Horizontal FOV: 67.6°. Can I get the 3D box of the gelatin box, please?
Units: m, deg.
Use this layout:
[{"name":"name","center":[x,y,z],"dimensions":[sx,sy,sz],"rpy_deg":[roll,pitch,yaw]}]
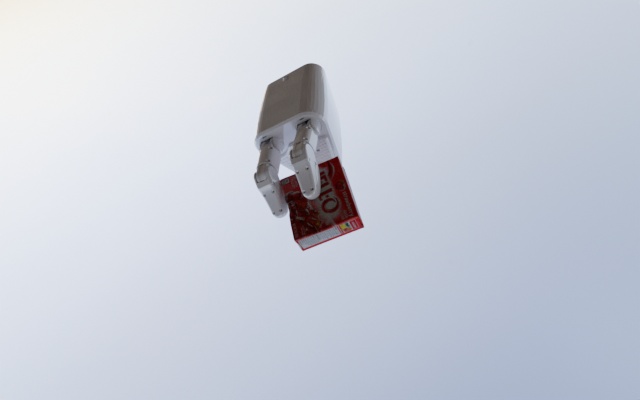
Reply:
[{"name":"gelatin box","center":[0.000,0.002,0.526],"dimensions":[0.073,0.089,0.030],"rpy_deg":[-21,-36,8]}]
